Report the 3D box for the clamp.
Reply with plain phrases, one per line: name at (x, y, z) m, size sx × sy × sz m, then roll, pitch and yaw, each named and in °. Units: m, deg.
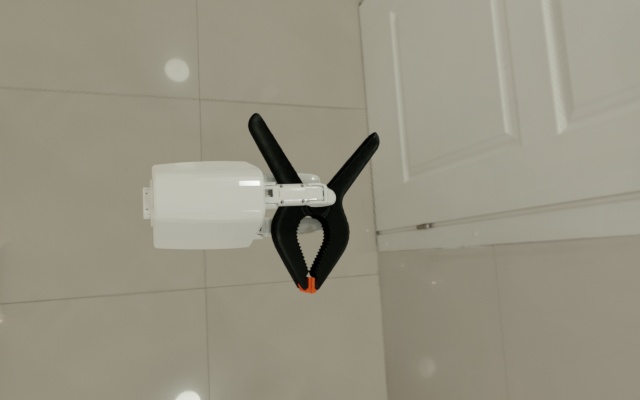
clamp at (0.000, 0.002, 0.565) m, size 0.164 × 0.210 × 0.036 m, roll -1°, pitch -7°, yaw -19°
